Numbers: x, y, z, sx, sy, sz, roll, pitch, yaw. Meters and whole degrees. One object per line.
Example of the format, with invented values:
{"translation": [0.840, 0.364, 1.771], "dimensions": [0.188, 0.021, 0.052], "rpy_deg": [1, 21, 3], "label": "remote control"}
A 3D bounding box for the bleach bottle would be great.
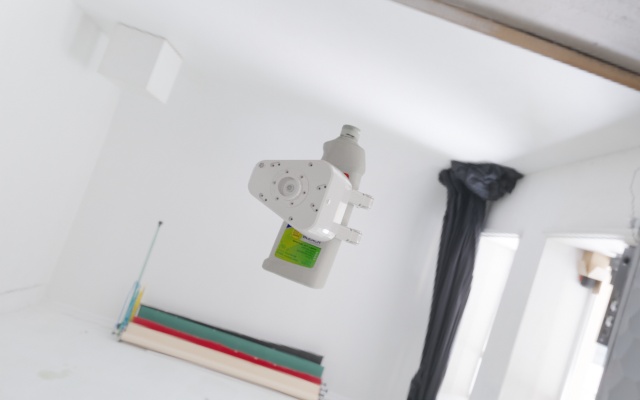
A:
{"translation": [0.000, 0.002, 0.735], "dimensions": [0.102, 0.251, 0.068], "rpy_deg": [18, -4, 18], "label": "bleach bottle"}
